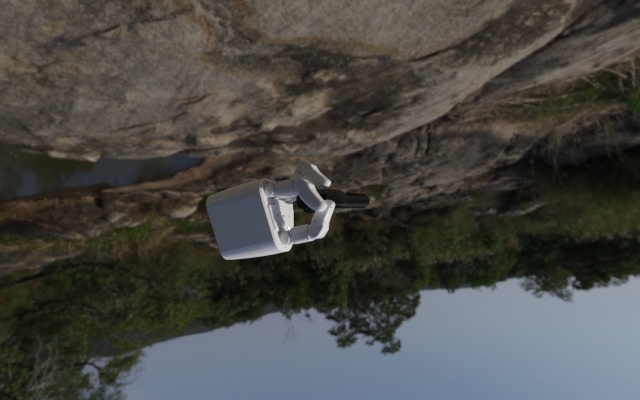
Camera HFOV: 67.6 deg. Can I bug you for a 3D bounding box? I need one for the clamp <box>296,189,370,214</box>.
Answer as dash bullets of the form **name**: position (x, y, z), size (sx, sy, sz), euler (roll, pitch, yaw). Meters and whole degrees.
- **clamp**: position (0.000, 0.003, 0.784), size (0.120, 0.039, 0.171), euler (-14, -11, 23)
